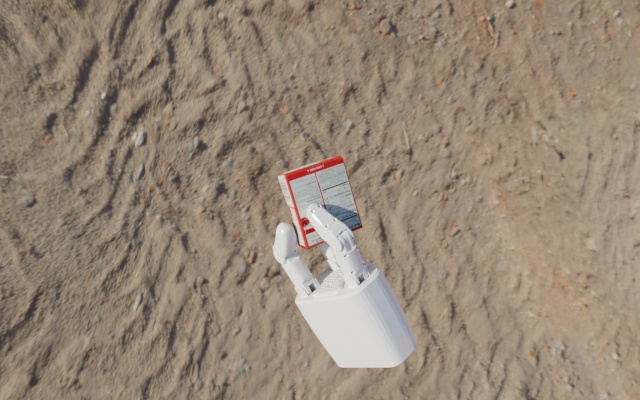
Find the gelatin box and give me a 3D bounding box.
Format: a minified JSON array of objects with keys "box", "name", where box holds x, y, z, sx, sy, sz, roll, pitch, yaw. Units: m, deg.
[{"box":[0.000,0.001,0.542,0.073,0.089,0.030,-20,11,-20],"name":"gelatin box"}]
